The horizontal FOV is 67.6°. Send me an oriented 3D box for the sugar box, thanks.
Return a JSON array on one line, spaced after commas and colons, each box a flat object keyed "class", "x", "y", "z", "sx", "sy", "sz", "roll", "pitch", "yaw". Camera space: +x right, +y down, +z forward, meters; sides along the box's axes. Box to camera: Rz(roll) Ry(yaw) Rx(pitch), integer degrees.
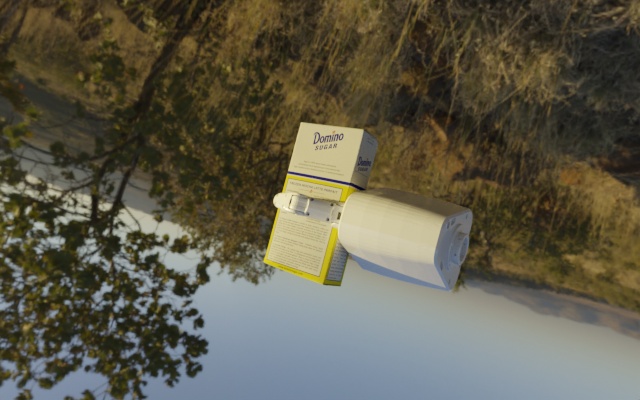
[{"class": "sugar box", "x": 0.000, "y": 0.002, "z": 0.557, "sx": 0.093, "sy": 0.176, "sz": 0.048, "roll": 14, "pitch": -6, "yaw": 34}]
